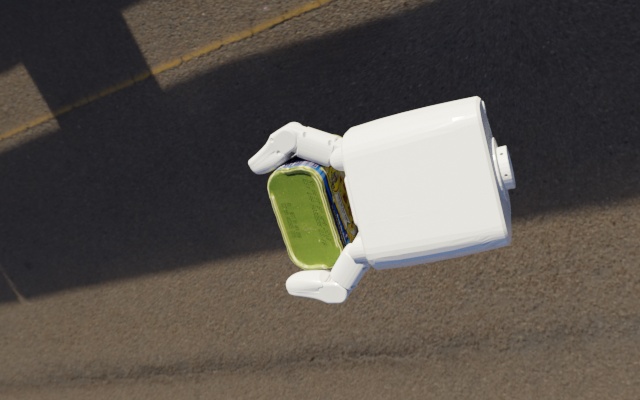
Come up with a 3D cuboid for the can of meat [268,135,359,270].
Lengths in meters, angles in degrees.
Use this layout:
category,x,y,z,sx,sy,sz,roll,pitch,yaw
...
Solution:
category,x,y,z,sx,sy,sz,roll,pitch,yaw
can of meat,0.000,0.001,0.439,0.057,0.102,0.084,-9,20,24
